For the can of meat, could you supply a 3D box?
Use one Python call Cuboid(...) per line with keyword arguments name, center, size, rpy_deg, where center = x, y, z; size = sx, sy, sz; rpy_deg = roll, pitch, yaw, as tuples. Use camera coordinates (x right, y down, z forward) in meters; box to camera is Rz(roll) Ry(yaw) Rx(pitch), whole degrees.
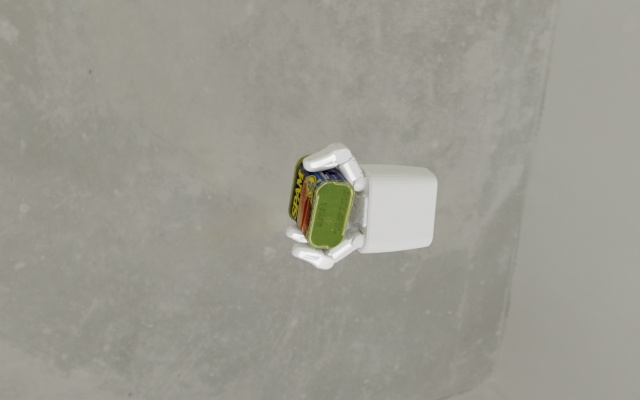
Cuboid(name="can of meat", center=(0.000, 0.002, 0.629), size=(0.057, 0.102, 0.084), rpy_deg=(1, 26, -22))
